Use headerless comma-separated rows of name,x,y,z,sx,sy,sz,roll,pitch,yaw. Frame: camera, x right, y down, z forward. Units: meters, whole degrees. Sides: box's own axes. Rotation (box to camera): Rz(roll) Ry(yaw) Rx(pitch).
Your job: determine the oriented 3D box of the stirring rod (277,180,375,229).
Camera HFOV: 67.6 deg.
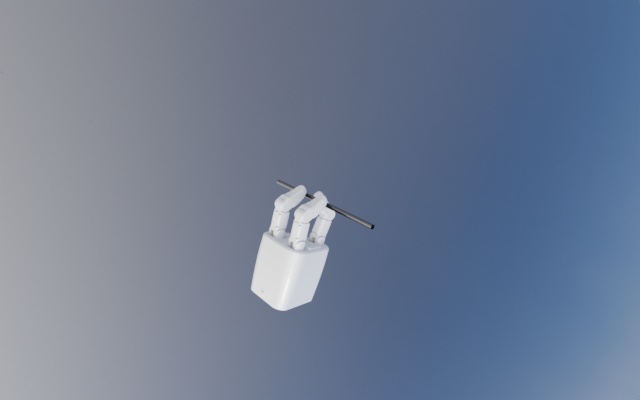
stirring rod,0.000,0.003,0.795,0.011,0.011,0.239,0,18,-43
